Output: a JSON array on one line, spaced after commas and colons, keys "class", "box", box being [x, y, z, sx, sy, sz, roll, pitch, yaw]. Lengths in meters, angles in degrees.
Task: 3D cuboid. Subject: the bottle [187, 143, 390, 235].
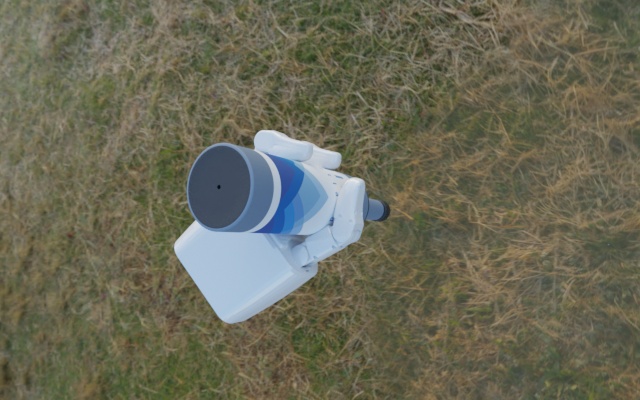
[{"class": "bottle", "box": [0.000, 0.002, 0.478, 0.069, 0.069, 0.296, 0, -5, 31]}]
